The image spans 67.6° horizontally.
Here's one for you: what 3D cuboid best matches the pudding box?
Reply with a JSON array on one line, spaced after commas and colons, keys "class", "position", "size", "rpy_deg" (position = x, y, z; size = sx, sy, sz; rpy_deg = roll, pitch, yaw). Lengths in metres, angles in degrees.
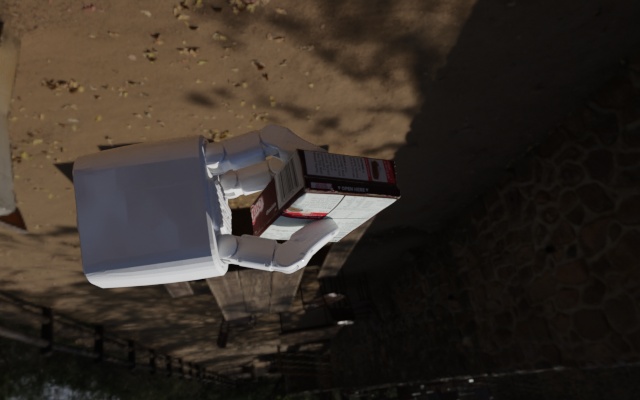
[{"class": "pudding box", "position": [0.000, 0.002, 0.412], "size": [0.090, 0.039, 0.113], "rpy_deg": [3, -24, -27]}]
